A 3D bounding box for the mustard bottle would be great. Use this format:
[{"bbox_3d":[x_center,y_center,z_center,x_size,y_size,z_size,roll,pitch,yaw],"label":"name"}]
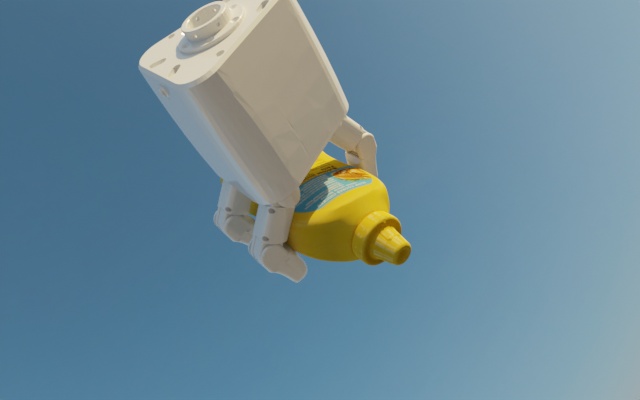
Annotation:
[{"bbox_3d":[0.000,0.001,0.404,0.096,0.058,0.191,-25,37,-30],"label":"mustard bottle"}]
